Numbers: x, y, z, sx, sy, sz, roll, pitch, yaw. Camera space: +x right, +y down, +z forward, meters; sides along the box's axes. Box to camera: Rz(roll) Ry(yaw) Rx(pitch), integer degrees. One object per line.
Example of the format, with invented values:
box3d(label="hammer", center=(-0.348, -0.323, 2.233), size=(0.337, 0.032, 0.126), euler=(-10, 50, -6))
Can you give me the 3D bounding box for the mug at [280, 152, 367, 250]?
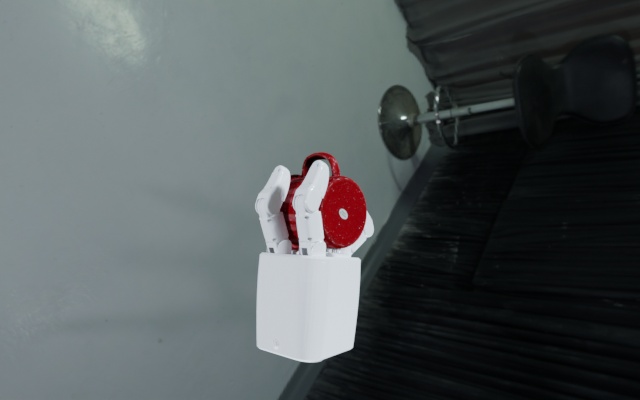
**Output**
box3d(label="mug", center=(0.000, 0.000, 0.558), size=(0.081, 0.117, 0.093), euler=(-2, -7, 44))
